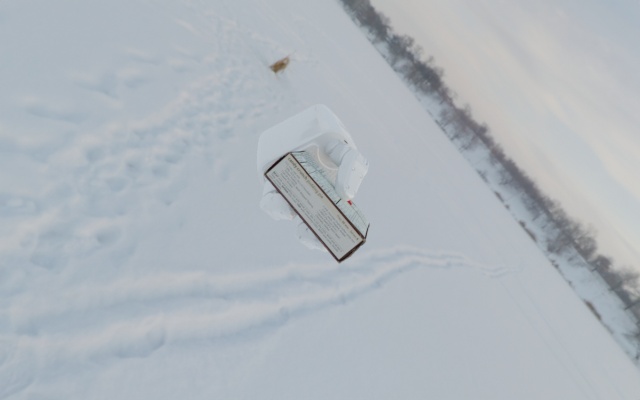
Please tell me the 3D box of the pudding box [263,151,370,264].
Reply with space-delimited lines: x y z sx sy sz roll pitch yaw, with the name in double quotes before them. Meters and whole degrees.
"pudding box" 0.000 0.001 0.481 0.039 0.113 0.090 -42 -1 11
